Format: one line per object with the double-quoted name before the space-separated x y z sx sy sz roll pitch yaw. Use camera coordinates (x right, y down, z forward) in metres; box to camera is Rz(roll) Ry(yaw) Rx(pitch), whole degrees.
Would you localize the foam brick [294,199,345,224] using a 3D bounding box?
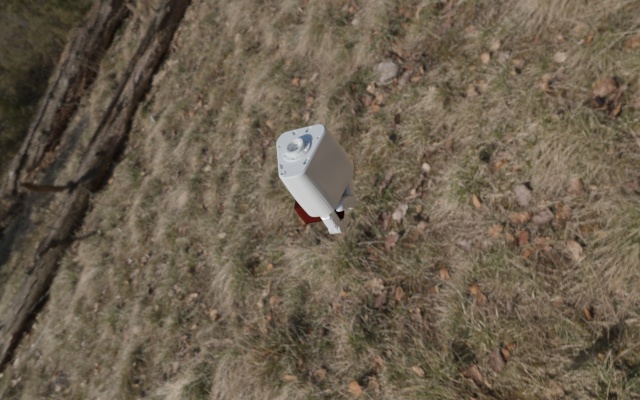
"foam brick" 0.000 0.003 0.846 0.078 0.053 0.051 -9 -38 27
